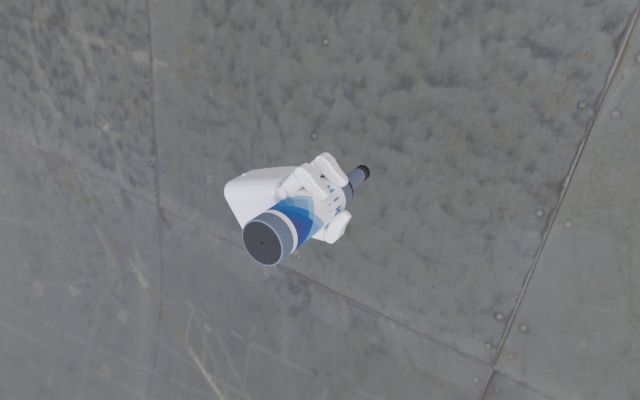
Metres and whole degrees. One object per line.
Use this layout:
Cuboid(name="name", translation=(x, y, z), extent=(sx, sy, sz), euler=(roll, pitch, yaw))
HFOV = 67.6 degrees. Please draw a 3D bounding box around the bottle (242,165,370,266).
Cuboid(name="bottle", translation=(0.000, 0.002, 0.727), extent=(0.069, 0.069, 0.295), euler=(0, 21, 33))
